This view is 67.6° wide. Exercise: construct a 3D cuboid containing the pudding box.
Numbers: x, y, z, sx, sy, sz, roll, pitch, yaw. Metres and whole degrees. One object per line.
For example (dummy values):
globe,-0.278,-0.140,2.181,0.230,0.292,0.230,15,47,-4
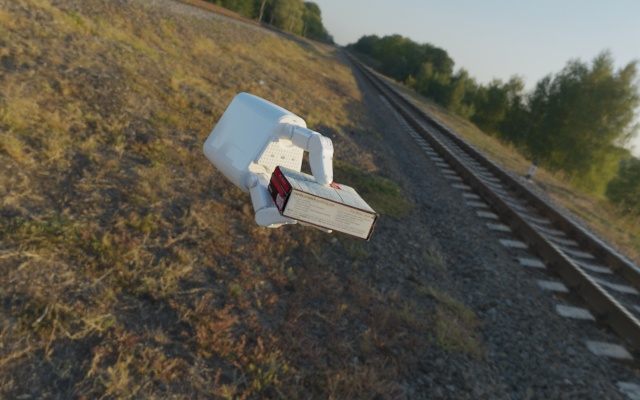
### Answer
pudding box,0.000,0.002,0.561,0.113,0.039,0.090,16,16,-21
